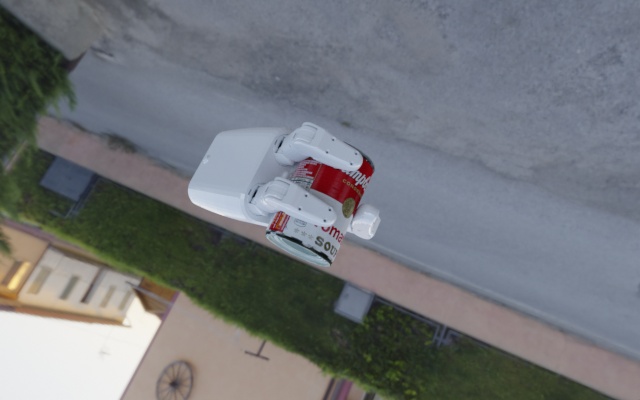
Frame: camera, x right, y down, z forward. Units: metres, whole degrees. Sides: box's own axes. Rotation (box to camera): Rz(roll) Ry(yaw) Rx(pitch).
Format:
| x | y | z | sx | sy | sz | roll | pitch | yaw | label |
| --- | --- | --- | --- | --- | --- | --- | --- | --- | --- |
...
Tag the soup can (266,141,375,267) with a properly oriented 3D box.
| x | y | z | sx | sy | sz | roll | pitch | yaw | label |
| --- | --- | --- | --- | --- | --- | --- | --- | --- | --- |
| 0.000 | 0.002 | 0.443 | 0.068 | 0.102 | 0.068 | 23 | -16 | 7 | soup can |
